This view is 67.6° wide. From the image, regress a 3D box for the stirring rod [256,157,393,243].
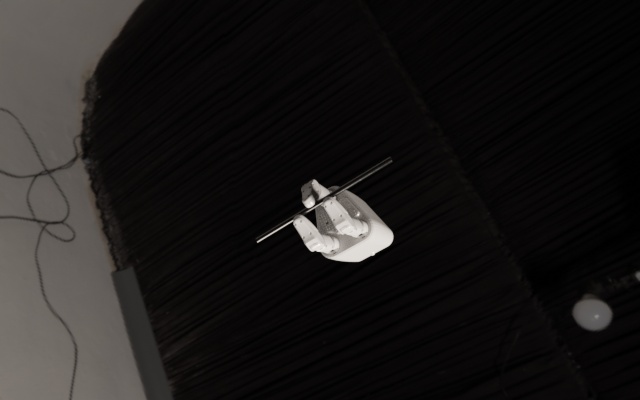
[{"bbox_3d":[0.000,0.002,0.693,0.239,0.011,0.011,-31,-11,19],"label":"stirring rod"}]
